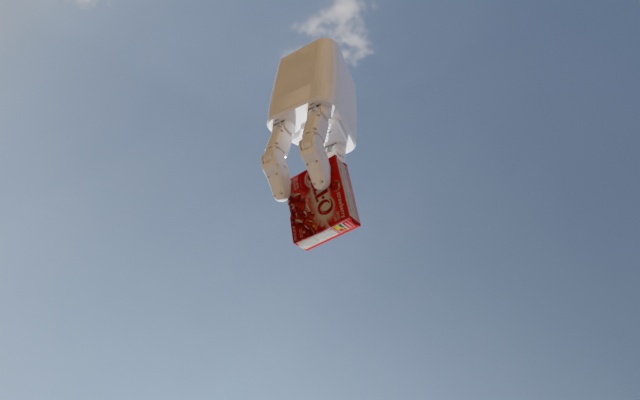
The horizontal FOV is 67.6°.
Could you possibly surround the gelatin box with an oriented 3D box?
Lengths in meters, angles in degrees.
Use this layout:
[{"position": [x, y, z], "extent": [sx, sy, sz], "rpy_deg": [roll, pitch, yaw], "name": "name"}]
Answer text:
[{"position": [0.000, 0.002, 0.538], "extent": [0.073, 0.089, 0.030], "rpy_deg": [-26, -37, 22], "name": "gelatin box"}]
